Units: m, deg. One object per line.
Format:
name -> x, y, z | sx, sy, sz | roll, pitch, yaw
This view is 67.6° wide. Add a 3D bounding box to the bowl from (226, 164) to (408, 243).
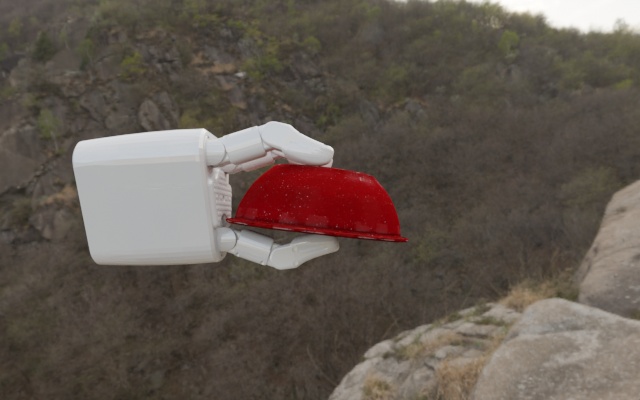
bowl -> 0.001, 0.001, 0.427 | 0.162, 0.055, 0.162 | 7, -2, 0
